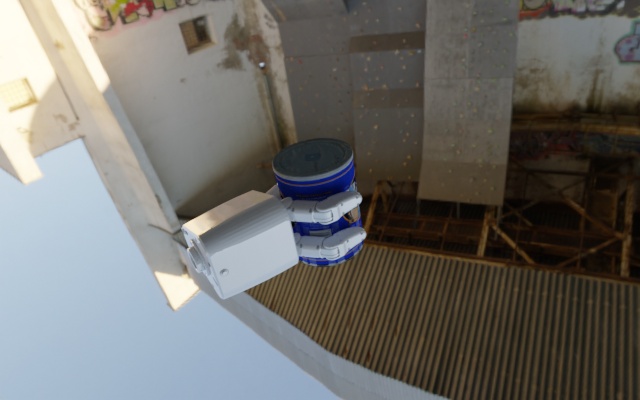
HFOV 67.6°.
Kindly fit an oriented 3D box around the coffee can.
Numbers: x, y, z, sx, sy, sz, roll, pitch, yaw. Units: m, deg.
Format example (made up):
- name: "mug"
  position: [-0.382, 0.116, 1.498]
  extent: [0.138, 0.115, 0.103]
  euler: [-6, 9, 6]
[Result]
- name: "coffee can"
  position: [0.000, 0.002, 0.635]
  extent: [0.103, 0.140, 0.102]
  euler: [-8, 32, 5]
